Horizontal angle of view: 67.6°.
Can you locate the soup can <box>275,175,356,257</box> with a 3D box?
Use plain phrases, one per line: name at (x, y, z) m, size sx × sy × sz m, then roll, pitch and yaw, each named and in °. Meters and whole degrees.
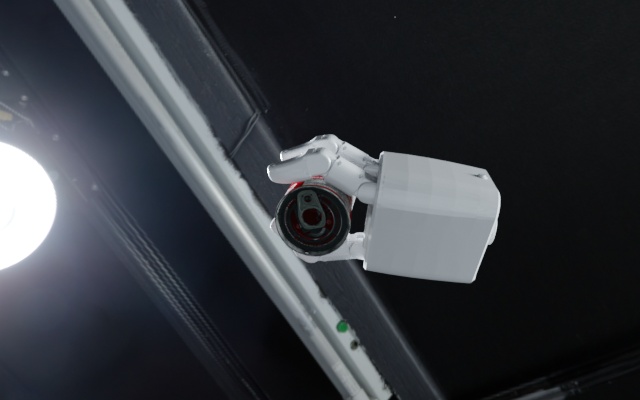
soup can at (0.000, 0.001, 0.469) m, size 0.068 × 0.068 × 0.102 m, roll 0°, pitch 21°, yaw 9°
